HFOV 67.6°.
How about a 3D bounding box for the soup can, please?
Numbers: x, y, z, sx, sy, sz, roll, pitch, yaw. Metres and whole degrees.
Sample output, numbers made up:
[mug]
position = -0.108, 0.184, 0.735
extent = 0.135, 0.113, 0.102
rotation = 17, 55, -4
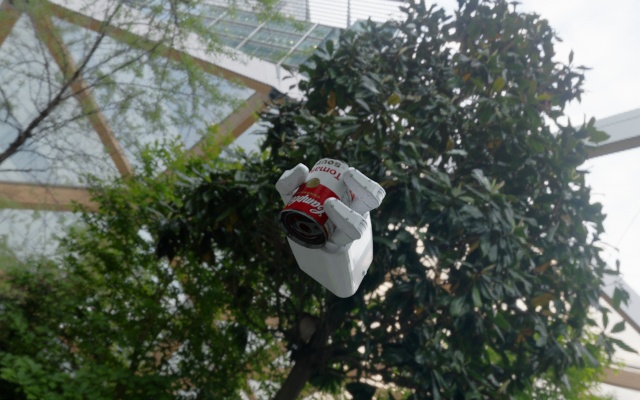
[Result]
[soup can]
position = 0.000, 0.001, 0.607
extent = 0.068, 0.068, 0.102
rotation = 0, 43, 39
